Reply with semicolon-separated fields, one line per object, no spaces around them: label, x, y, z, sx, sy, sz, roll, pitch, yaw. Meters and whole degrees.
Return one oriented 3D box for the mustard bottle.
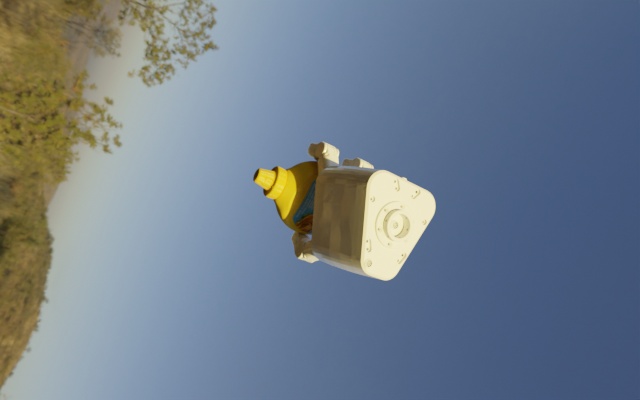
mustard bottle;0.000;0.002;0.628;0.192;0.096;0.058;23;16;-27
